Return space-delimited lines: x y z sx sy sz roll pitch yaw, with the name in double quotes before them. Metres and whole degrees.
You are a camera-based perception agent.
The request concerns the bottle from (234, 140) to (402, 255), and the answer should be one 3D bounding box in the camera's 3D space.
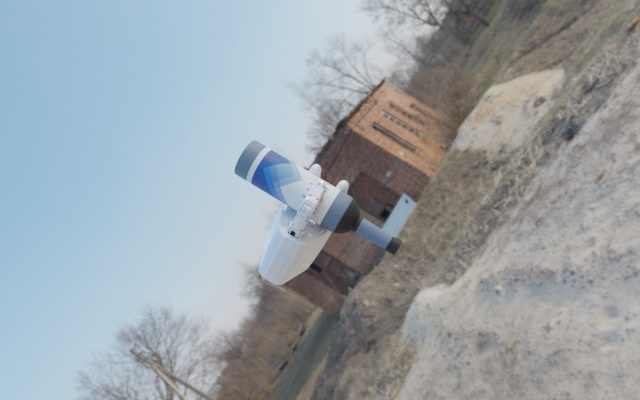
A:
"bottle" 0.000 0.002 0.789 0.295 0.069 0.069 31 2 4
